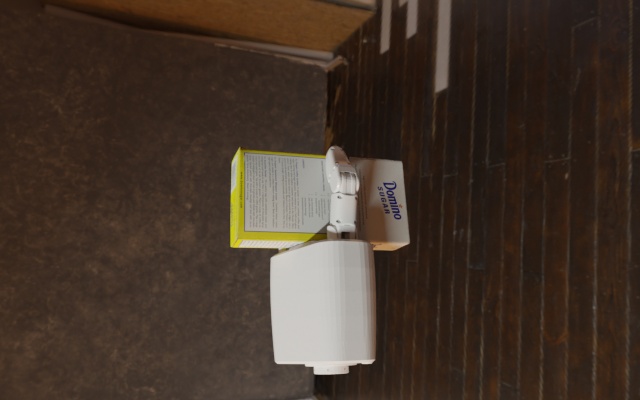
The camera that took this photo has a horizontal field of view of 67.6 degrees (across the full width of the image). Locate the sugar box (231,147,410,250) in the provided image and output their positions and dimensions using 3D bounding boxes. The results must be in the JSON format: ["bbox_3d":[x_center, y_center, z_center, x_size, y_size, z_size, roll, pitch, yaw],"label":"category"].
[{"bbox_3d":[0.000,0.002,0.485,0.176,0.093,0.048,4,-18,-20],"label":"sugar box"}]
